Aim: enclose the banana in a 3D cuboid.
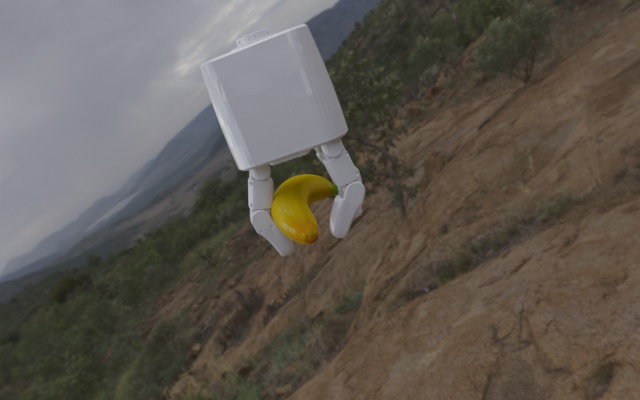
[{"bbox_3d":[-0.017,0.001,0.509,0.069,0.037,0.197,1,16,13],"label":"banana"}]
